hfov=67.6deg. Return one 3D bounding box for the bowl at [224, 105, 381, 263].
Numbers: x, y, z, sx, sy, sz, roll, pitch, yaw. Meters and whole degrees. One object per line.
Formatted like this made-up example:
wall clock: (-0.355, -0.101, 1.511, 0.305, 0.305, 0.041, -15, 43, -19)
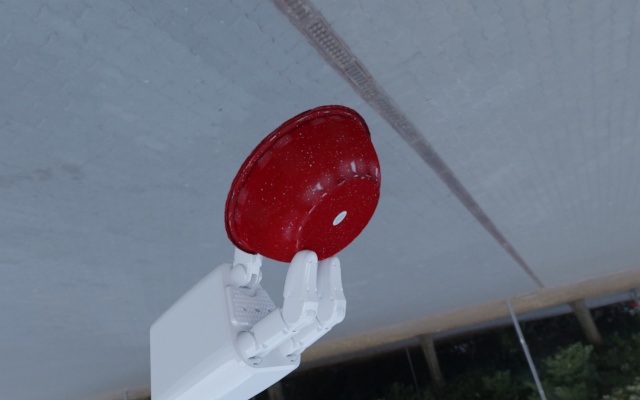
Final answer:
bowl: (0.001, 0.001, 0.414, 0.162, 0.162, 0.055, 0, 35, -49)
